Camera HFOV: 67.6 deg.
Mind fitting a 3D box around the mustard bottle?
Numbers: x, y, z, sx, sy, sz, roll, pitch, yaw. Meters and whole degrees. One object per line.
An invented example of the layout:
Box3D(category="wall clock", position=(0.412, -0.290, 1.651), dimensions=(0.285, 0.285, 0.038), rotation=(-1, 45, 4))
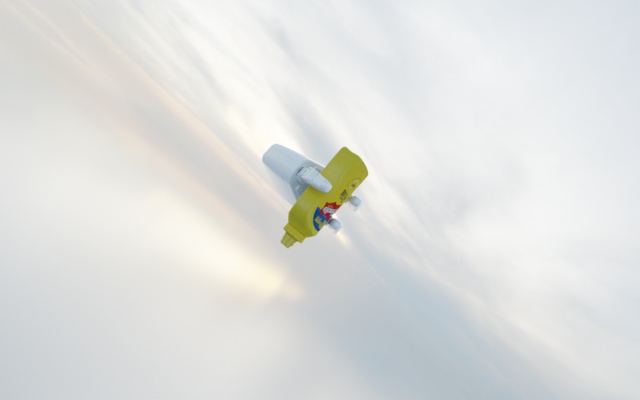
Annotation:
Box3D(category="mustard bottle", position=(0.001, 0.003, 0.811), dimensions=(0.058, 0.191, 0.096), rotation=(39, -6, 21))
